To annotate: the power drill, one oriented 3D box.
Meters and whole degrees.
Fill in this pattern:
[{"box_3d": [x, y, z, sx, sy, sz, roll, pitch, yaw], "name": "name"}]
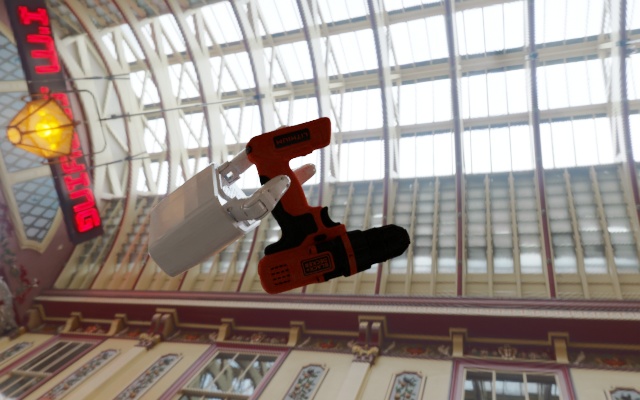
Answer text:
[{"box_3d": [0.000, 0.001, 0.562, 0.184, 0.187, 0.057, -15, -1, -9], "name": "power drill"}]
